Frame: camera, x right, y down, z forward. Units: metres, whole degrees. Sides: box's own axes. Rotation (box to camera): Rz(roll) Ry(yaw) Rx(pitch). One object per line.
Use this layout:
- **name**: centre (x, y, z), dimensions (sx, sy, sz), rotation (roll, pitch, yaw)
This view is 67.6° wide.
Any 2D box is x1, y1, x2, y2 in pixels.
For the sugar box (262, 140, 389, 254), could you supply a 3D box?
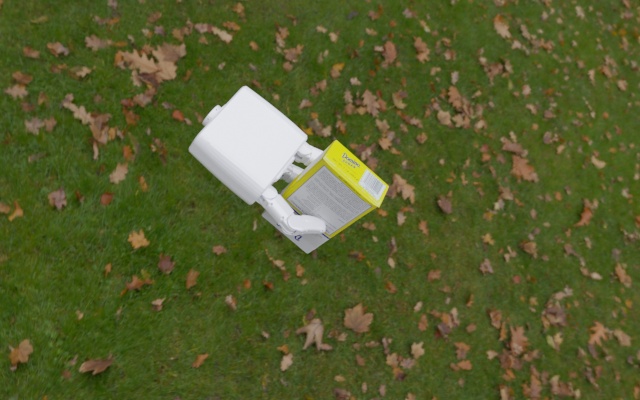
- **sugar box**: centre (0.000, 0.002, 0.643), dimensions (0.093, 0.048, 0.176), rotation (41, -38, -10)
